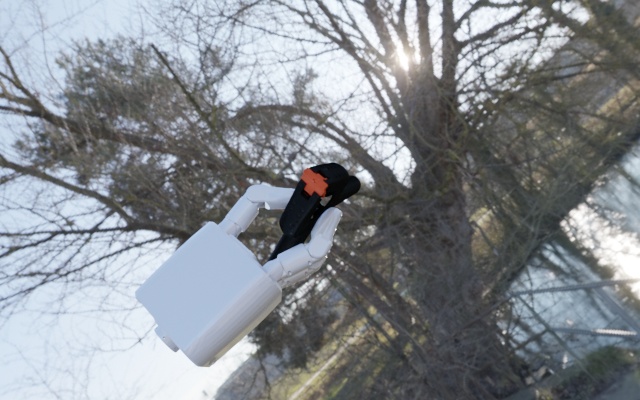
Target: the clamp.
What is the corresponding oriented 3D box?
[{"bbox_3d":[-0.001,0.001,0.543,0.036,0.164,0.210,40,-18,9],"label":"clamp"}]
